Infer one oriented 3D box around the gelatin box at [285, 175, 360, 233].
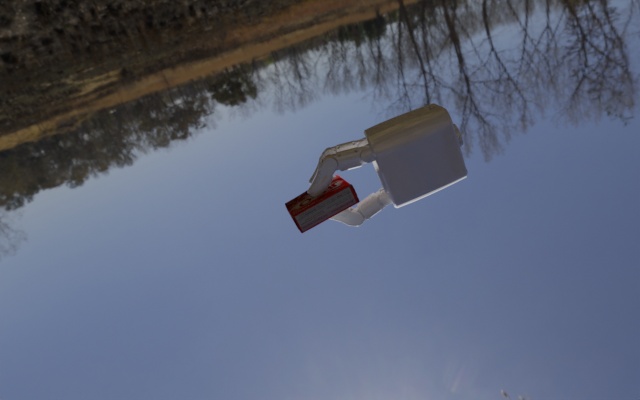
[{"bbox_3d":[0.000,0.003,0.645,0.089,0.030,0.073,-29,18,-4],"label":"gelatin box"}]
